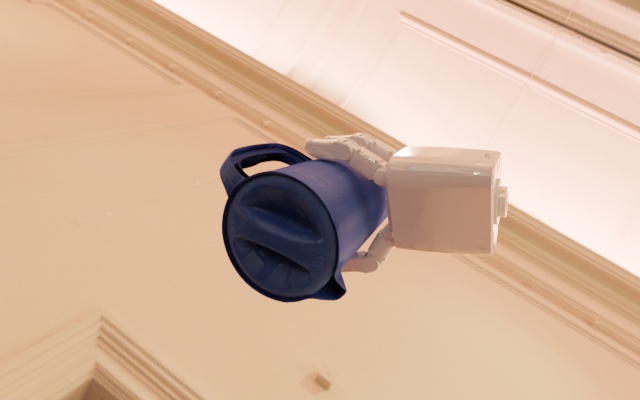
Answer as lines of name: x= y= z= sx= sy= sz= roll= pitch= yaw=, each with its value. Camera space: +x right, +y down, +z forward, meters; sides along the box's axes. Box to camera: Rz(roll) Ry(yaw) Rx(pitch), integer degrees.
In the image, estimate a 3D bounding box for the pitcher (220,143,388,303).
pitcher: x=0.000 y=0.002 z=0.562 sx=0.145 sy=0.149 sz=0.242 roll=3 pitch=15 yaw=25
